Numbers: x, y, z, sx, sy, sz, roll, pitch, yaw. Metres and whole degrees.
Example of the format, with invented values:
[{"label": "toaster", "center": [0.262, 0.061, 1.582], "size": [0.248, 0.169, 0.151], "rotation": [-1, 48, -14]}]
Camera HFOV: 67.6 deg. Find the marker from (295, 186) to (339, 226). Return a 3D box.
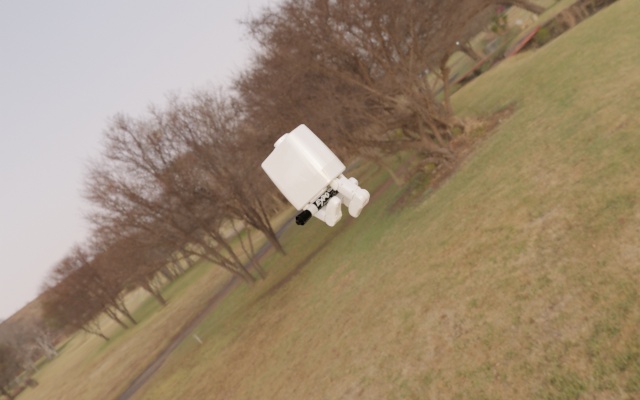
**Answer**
[{"label": "marker", "center": [0.000, 0.003, 0.787], "size": [0.020, 0.020, 0.121], "rotation": [0, 33, 46]}]
